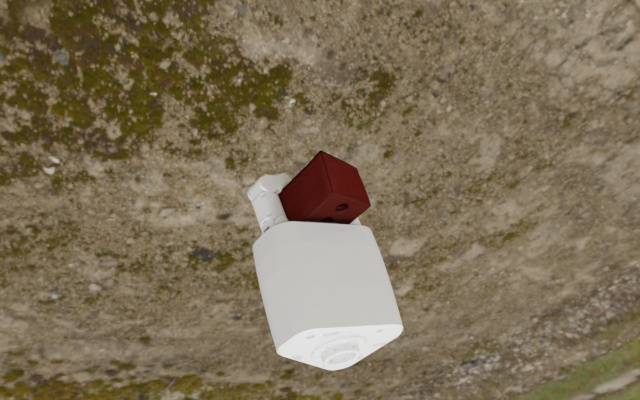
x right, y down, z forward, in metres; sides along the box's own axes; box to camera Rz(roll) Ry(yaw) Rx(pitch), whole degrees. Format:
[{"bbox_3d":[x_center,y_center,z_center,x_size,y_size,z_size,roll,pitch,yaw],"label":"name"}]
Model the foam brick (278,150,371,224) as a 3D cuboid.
[{"bbox_3d":[0.000,0.001,0.462,0.053,0.051,0.078,19,-50,-39],"label":"foam brick"}]
